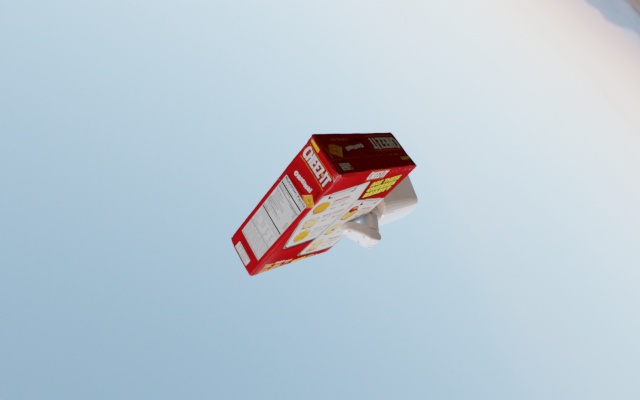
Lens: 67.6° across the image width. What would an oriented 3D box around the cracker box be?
[{"bbox_3d":[0.000,0.002,0.639,0.164,0.072,0.214,-11,-30,-48],"label":"cracker box"}]
